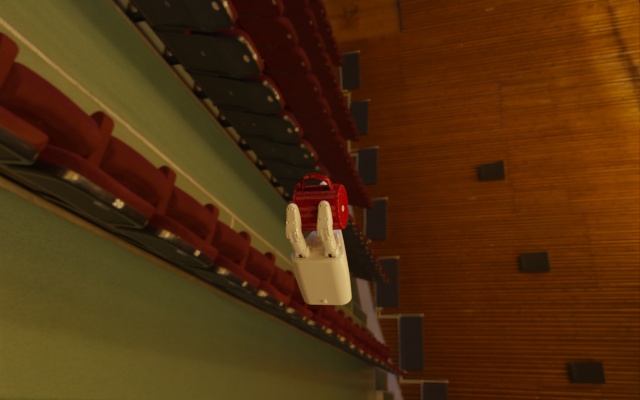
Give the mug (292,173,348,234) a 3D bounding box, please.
[{"bbox_3d":[0.000,0.001,0.846,0.081,0.117,0.093,-3,32,15],"label":"mug"}]
